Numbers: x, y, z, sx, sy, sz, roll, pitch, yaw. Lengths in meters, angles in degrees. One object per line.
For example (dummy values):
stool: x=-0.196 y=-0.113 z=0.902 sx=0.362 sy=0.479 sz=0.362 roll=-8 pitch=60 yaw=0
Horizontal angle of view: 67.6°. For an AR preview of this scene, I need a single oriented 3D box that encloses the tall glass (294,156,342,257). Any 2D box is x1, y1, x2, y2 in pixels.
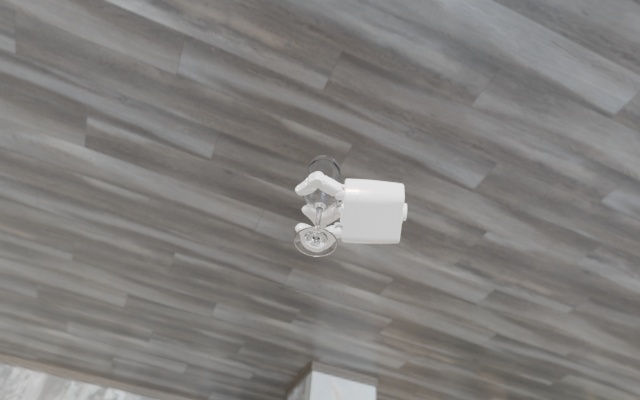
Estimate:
tall glass: x=0.000 y=0.003 z=0.881 sx=0.079 sy=0.079 sz=0.200 roll=0 pitch=43 yaw=6
